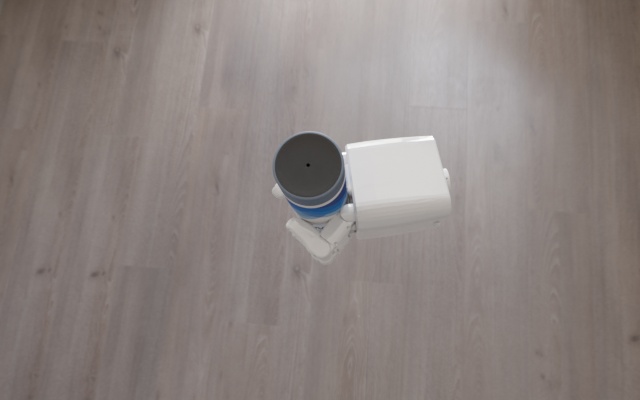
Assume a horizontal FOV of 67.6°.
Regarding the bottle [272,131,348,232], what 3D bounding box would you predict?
[{"bbox_3d":[0.000,0.002,0.579,0.069,0.069,0.296,0,-14,5],"label":"bottle"}]
